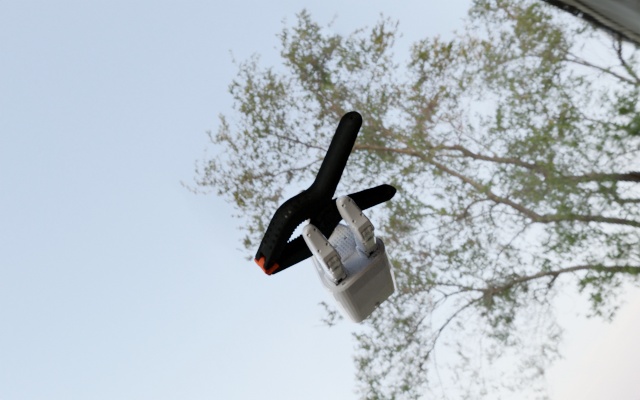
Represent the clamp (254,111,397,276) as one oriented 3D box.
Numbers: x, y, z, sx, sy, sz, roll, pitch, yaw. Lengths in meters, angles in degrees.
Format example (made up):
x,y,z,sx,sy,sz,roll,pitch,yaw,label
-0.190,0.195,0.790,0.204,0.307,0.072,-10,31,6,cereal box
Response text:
x,y,z,sx,sy,sz,roll,pitch,yaw,label
-0.001,0.002,0.577,0.036,0.210,0.165,39,-17,41,clamp
